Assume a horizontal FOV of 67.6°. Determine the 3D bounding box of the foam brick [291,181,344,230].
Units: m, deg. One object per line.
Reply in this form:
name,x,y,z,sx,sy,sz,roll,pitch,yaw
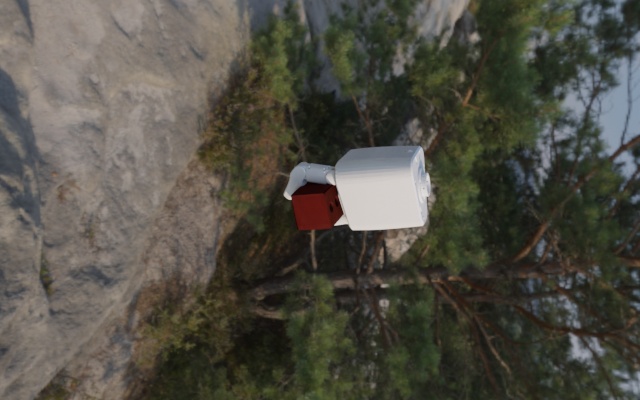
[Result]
foam brick,0.000,0.002,0.670,0.051,0.053,0.078,-3,20,23
